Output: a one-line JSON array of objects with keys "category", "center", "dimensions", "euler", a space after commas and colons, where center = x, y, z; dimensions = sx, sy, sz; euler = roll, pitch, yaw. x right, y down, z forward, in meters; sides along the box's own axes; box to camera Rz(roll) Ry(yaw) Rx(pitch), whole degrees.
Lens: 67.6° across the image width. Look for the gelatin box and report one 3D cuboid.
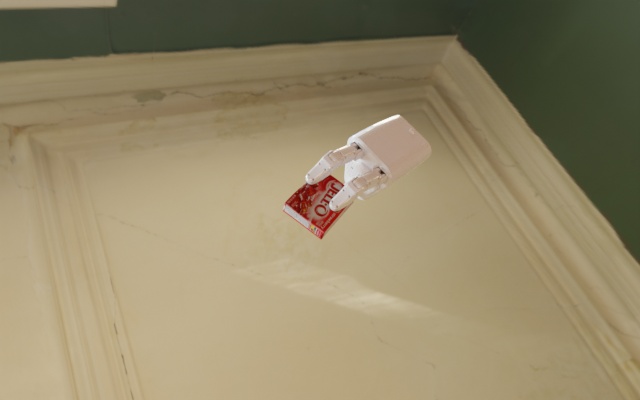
[{"category": "gelatin box", "center": [0.000, 0.003, 0.711], "dimensions": [0.073, 0.089, 0.030], "euler": [37, -30, 10]}]
